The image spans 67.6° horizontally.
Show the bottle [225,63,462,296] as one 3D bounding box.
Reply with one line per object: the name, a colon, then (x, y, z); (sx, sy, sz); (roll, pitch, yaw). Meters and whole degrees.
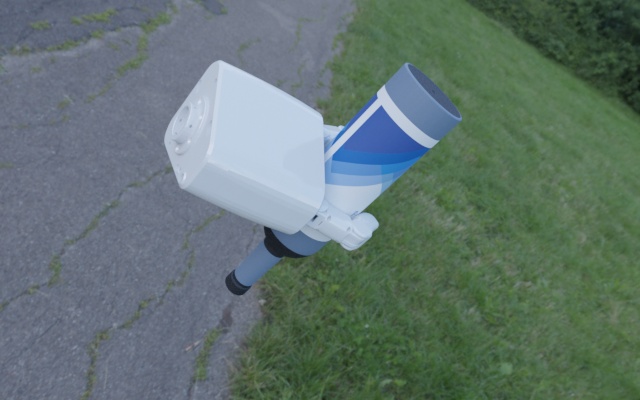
bottle: (0.000, 0.001, 0.460); (0.296, 0.069, 0.069); (-44, -24, 27)
